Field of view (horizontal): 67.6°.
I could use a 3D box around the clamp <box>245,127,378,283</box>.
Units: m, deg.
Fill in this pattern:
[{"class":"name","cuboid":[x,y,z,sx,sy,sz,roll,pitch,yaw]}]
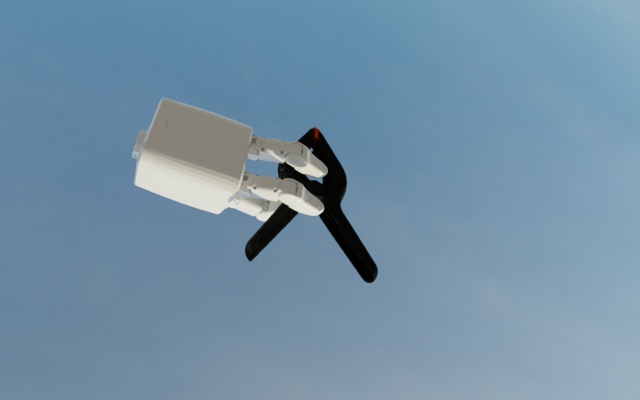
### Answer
[{"class":"clamp","cuboid":[0.000,0.002,0.592,0.164,0.209,0.036,21,-38,-20]}]
